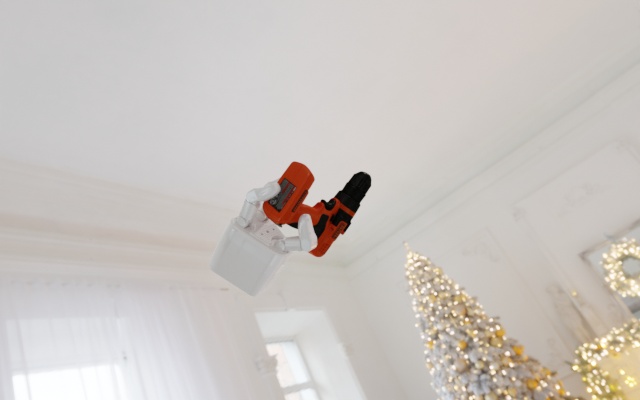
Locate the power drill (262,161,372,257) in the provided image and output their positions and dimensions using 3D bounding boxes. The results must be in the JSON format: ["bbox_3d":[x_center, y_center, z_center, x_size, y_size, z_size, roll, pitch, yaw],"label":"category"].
[{"bbox_3d":[0.000,0.003,0.837,0.057,0.184,0.188,35,1,39],"label":"power drill"}]
